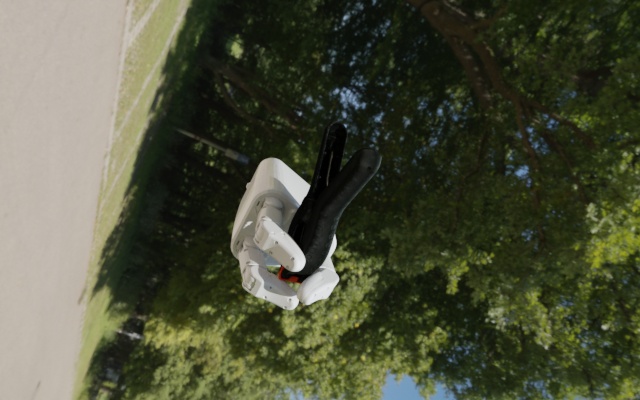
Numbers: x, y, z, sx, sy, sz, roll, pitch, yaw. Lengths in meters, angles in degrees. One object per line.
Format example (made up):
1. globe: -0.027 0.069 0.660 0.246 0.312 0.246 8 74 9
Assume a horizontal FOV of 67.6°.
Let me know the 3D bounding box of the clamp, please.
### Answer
1. clamp: 0.001 0.002 0.481 0.039 0.171 0.120 23 23 -16
